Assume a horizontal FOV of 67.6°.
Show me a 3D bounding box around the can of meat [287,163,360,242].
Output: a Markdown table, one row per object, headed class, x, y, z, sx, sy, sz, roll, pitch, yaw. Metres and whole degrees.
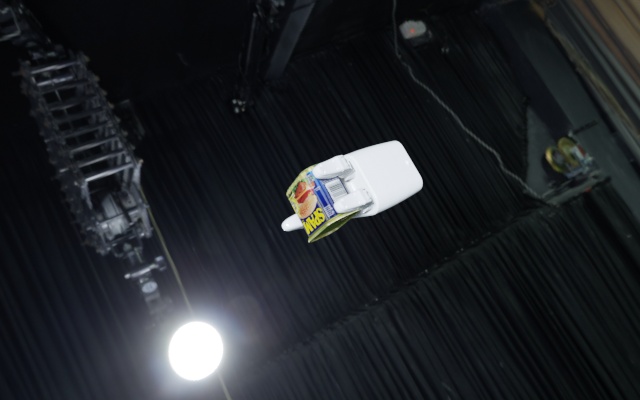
| class | x | y | z | sx | sy | sz | roll | pitch | yaw |
| --- | --- | --- | --- | --- | --- | --- | --- | --- | --- |
| can of meat | 0.000 | 0.002 | 0.691 | 0.057 | 0.084 | 0.102 | -22 | -12 | -30 |
